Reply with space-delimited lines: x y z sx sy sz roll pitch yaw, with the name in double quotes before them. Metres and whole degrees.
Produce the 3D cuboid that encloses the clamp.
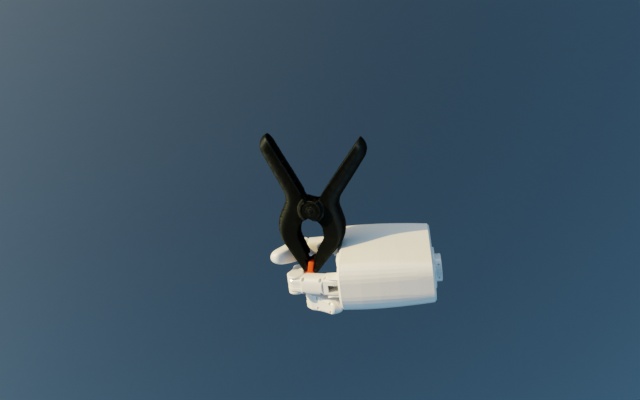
"clamp" 0.000 0.002 0.549 0.120 0.171 0.039 -3 18 18
